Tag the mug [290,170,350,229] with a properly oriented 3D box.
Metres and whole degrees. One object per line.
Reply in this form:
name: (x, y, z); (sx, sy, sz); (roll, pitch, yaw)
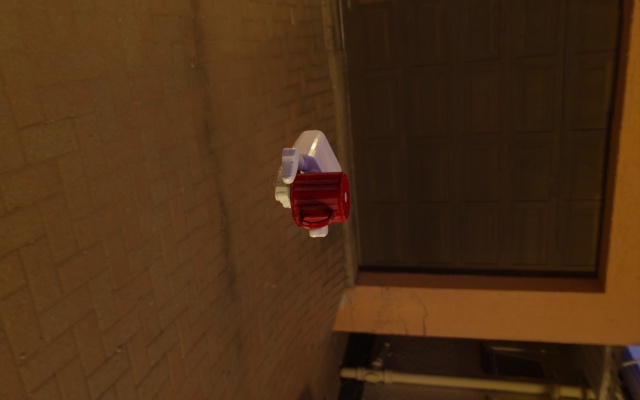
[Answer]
mug: (0.000, 0.003, 0.762); (0.081, 0.093, 0.117); (-2, 36, 13)
